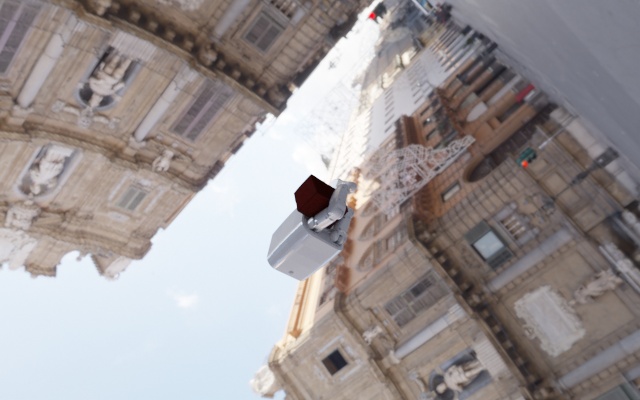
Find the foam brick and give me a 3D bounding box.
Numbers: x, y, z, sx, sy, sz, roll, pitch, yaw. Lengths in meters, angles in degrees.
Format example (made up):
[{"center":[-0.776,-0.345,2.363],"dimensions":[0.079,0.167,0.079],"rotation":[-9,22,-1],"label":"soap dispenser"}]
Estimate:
[{"center":[0.000,0.002,0.821],"dimensions":[0.078,0.053,0.051],"rotation":[32,-63,-32],"label":"foam brick"}]
